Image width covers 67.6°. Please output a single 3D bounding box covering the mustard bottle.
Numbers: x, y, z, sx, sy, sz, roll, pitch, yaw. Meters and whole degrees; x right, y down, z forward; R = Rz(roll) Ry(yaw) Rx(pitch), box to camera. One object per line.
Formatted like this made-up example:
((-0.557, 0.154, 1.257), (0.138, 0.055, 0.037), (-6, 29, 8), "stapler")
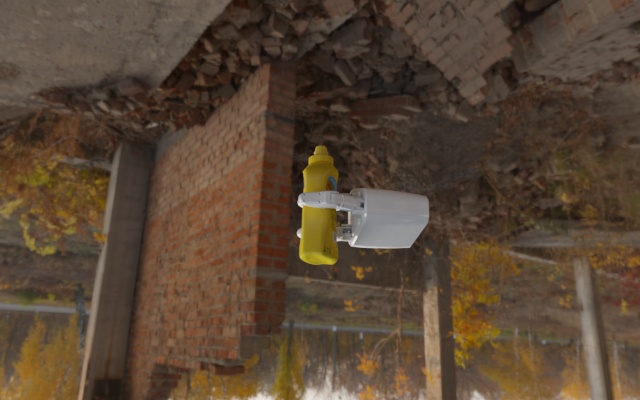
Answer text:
((0.000, 0.003, 0.769), (0.058, 0.191, 0.096), (-3, -17, 13), "mustard bottle")
